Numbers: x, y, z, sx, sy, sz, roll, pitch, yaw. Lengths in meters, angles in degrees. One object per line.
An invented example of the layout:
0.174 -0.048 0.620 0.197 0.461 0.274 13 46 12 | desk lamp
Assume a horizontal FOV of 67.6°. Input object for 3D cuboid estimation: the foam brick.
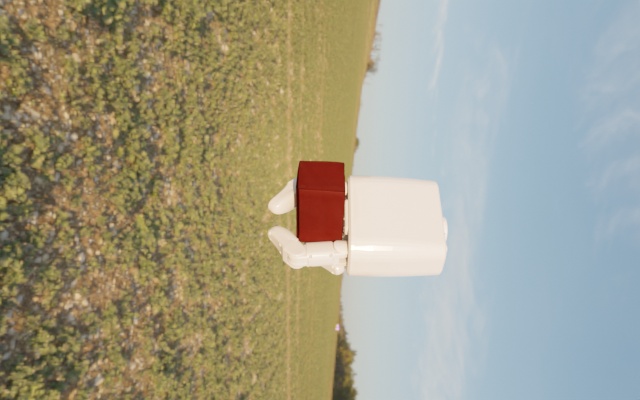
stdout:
0.000 0.002 0.524 0.051 0.078 0.053 2 40 1 | foam brick
